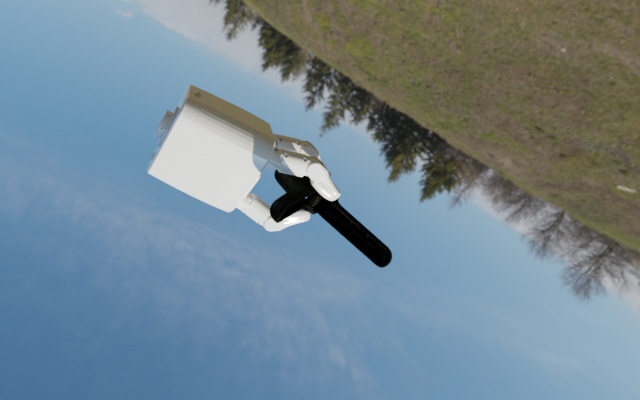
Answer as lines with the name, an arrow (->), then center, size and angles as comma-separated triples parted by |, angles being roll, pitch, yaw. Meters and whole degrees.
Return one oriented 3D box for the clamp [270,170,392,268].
clamp -> -0.001, 0.002, 0.600 | 0.164, 0.036, 0.210 | 29, 17, -23
